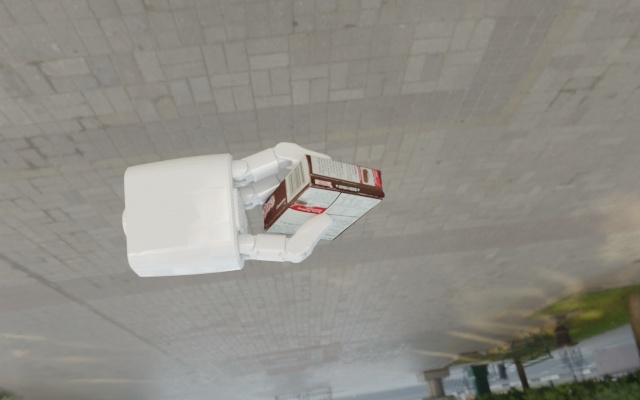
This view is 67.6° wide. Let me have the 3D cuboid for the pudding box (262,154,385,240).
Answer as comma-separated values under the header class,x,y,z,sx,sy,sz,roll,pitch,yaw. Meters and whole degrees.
class,x,y,z,sx,sy,sz,roll,pitch,yaw
pudding box,0.000,0.002,0.510,0.090,0.039,0.113,9,-30,-28
